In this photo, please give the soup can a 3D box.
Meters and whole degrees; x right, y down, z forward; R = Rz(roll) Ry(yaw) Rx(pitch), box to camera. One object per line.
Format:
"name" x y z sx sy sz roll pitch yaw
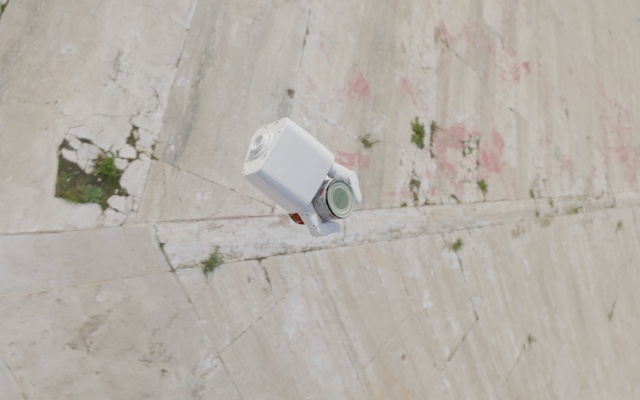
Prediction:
"soup can" 0.001 0.003 0.807 0.068 0.068 0.102 0 -8 -43
